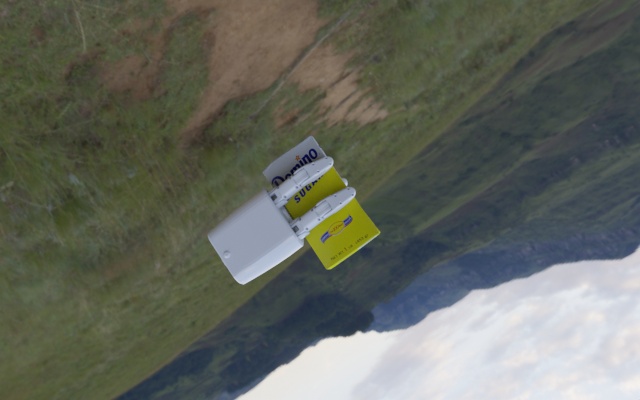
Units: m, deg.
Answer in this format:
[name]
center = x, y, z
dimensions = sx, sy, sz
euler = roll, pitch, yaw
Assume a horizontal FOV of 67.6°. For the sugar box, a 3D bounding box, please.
[sugar box]
center = 0.000, 0.002, 0.699
dimensions = 0.093, 0.176, 0.048
euler = -36, -9, 4
